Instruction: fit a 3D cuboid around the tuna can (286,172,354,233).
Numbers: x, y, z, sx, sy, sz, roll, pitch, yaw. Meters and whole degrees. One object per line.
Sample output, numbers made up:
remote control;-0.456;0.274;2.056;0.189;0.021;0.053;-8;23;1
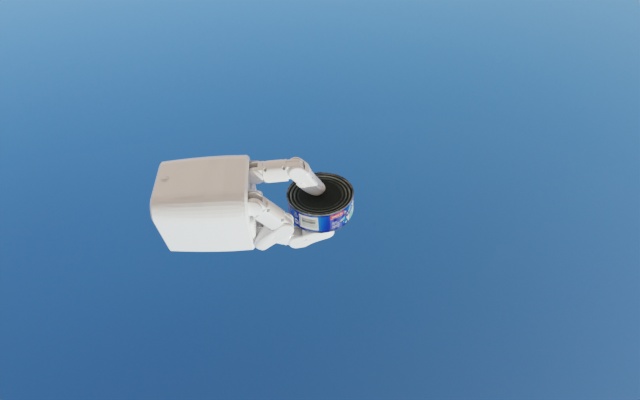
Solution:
tuna can;0.000;0.002;0.616;0.086;0.034;0.086;-2;40;2
